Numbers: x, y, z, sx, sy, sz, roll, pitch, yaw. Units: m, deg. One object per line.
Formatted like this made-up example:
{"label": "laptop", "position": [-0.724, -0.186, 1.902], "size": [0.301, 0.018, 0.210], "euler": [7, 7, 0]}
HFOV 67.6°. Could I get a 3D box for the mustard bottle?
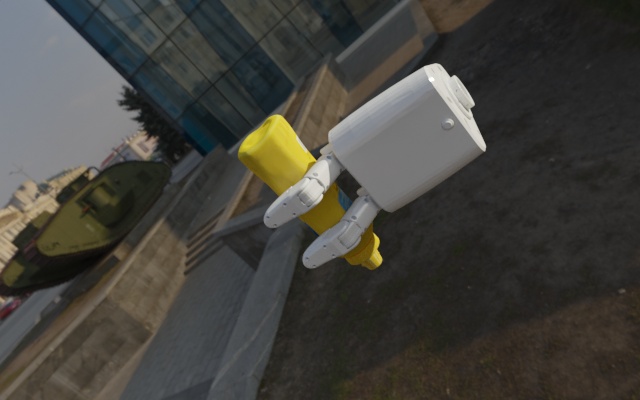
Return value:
{"label": "mustard bottle", "position": [0.000, 0.002, 0.492], "size": [0.058, 0.192, 0.096], "euler": [-41, 18, 5]}
